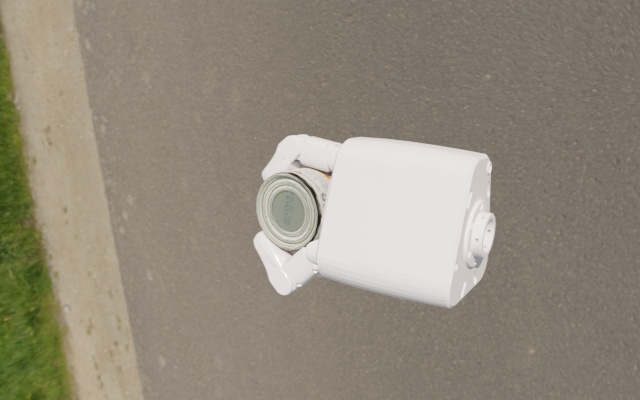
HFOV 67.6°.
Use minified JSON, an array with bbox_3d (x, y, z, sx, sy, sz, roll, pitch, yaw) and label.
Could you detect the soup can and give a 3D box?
[{"bbox_3d":[-0.001,0.001,0.431,0.068,0.068,0.102,0,10,35],"label":"soup can"}]
